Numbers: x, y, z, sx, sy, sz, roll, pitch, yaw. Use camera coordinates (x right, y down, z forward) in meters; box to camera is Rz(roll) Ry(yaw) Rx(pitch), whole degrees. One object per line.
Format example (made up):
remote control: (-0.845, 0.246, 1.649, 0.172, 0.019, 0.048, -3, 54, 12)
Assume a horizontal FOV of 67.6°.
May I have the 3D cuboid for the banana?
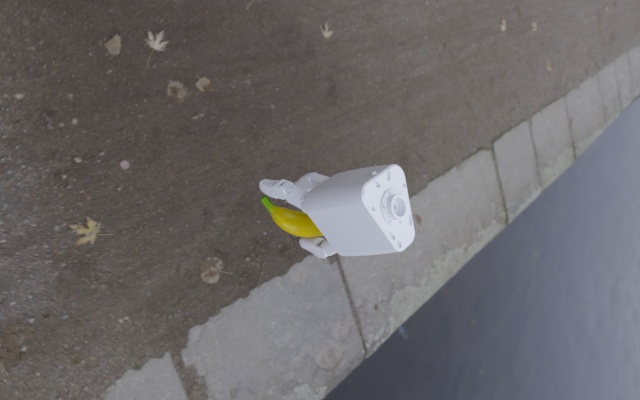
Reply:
banana: (0.000, 0.021, 0.748, 0.198, 0.069, 0.037, -3, -6, -41)
